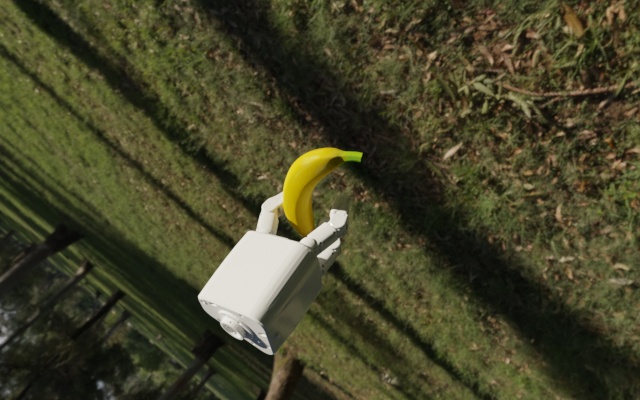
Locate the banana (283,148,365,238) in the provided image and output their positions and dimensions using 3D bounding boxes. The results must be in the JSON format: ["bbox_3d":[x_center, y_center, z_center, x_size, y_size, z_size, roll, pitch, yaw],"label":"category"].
[{"bbox_3d":[-0.015,-0.010,0.599,0.069,0.037,0.198,33,-35,0],"label":"banana"}]
